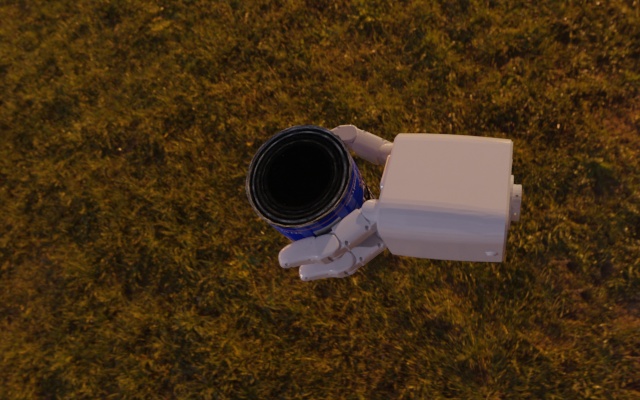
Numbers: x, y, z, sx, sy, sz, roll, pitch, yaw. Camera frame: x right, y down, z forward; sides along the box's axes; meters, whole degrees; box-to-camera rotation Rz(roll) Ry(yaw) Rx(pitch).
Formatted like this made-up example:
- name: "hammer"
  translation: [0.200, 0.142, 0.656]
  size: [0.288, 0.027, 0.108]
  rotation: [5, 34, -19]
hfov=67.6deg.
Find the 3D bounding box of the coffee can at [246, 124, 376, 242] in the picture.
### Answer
- name: "coffee can"
  translation: [0.000, 0.002, 0.490]
  size: [0.103, 0.102, 0.140]
  rotation: [0, -21, 19]
